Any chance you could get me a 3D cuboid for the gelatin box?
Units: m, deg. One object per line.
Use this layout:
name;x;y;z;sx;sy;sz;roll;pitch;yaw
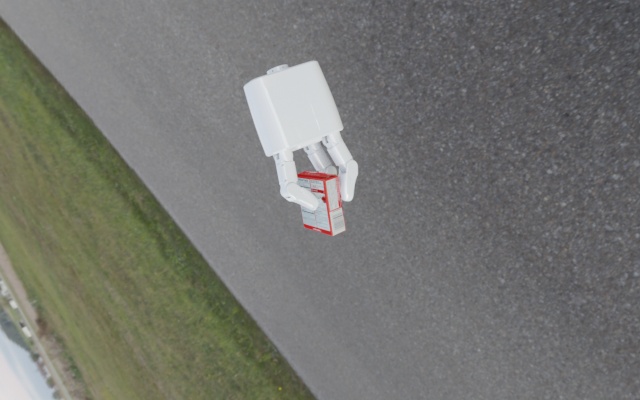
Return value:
gelatin box;0.000;0.003;0.716;0.030;0.089;0.073;-19;19;-34
